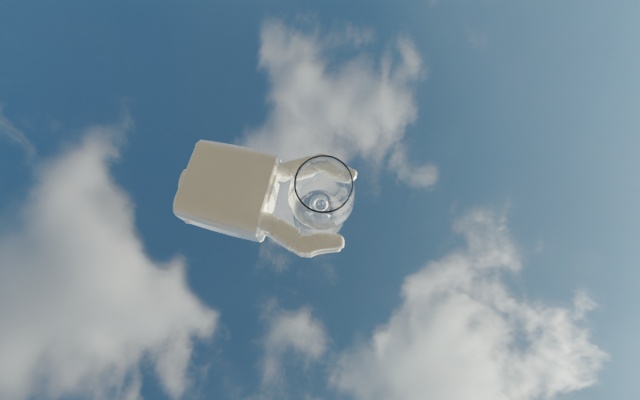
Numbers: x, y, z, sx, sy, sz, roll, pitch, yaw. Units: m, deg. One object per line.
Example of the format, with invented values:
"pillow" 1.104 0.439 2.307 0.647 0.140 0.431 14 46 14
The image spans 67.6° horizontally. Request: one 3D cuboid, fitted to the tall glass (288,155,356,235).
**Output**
"tall glass" 0.000 0.002 0.588 0.079 0.079 0.201 0 -11 -2
